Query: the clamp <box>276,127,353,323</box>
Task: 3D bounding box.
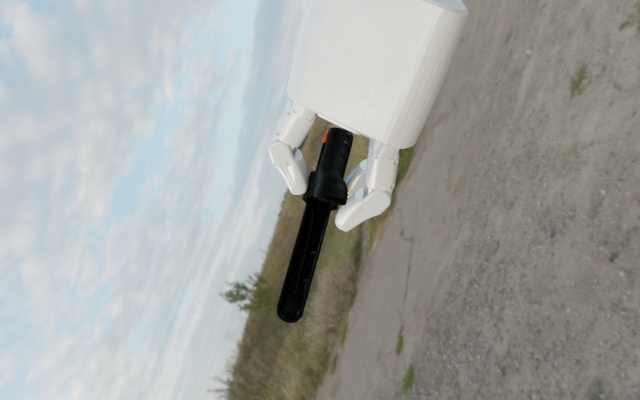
[{"bbox_3d":[-0.001,0.001,0.460,0.036,0.165,0.209,17,34,-3],"label":"clamp"}]
